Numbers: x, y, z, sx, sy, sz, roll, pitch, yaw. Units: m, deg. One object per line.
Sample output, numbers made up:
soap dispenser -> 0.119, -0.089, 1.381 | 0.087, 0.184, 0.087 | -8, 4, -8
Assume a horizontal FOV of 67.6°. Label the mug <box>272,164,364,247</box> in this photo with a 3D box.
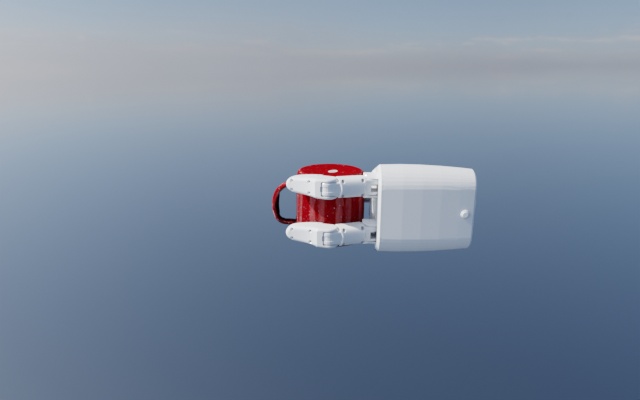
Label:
mug -> -0.001, 0.002, 0.579 | 0.117, 0.081, 0.093 | 1, 16, 0
